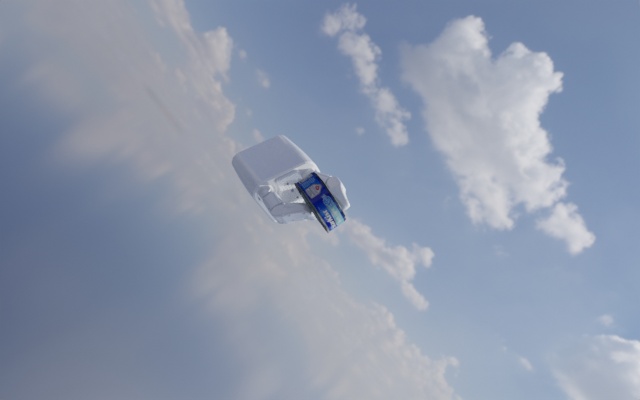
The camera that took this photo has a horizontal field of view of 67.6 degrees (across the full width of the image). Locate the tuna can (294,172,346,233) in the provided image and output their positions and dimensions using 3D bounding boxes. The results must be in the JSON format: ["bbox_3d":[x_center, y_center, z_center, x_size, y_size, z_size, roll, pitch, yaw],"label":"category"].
[{"bbox_3d":[0.001,0.002,0.681,0.034,0.086,0.086,-34,3,-4],"label":"tuna can"}]
